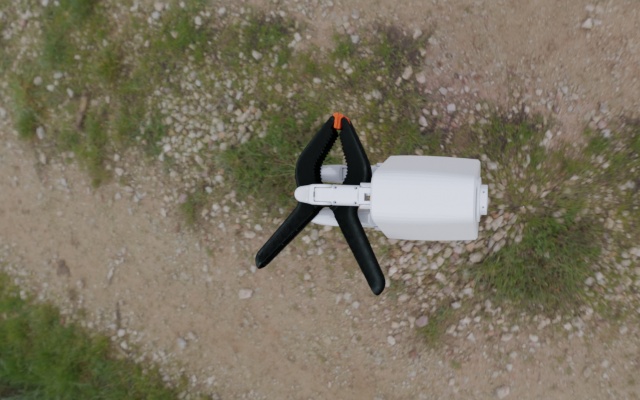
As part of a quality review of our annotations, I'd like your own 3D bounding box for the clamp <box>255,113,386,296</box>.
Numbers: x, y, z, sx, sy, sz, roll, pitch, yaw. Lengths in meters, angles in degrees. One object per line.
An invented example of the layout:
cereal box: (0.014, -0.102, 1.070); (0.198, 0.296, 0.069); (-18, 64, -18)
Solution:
clamp: (0.000, 0.001, 0.573); (0.164, 0.210, 0.036); (2, 0, 18)
